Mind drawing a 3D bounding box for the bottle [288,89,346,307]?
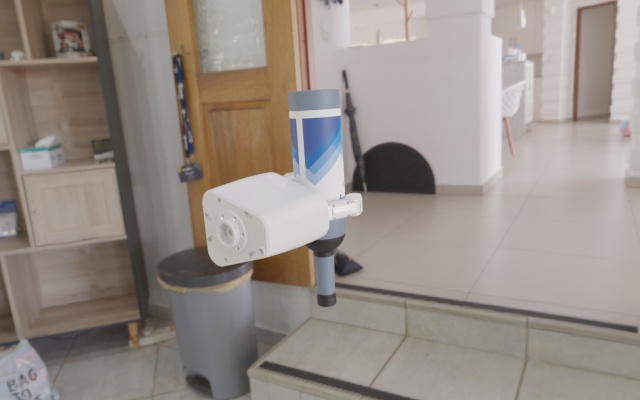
[{"bbox_3d":[0.000,0.002,0.645,0.069,0.296,0.069,-3,12,1],"label":"bottle"}]
